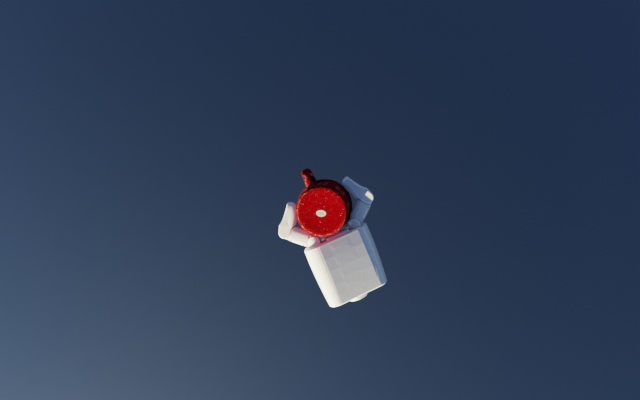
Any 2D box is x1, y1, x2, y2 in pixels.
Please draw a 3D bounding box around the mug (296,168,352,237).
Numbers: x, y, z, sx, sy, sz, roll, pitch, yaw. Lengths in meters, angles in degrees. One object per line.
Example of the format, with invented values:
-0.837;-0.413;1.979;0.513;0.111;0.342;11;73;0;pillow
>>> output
0.000;0.001;0.769;0.093;0.117;0.081;-22;3;6;mug
